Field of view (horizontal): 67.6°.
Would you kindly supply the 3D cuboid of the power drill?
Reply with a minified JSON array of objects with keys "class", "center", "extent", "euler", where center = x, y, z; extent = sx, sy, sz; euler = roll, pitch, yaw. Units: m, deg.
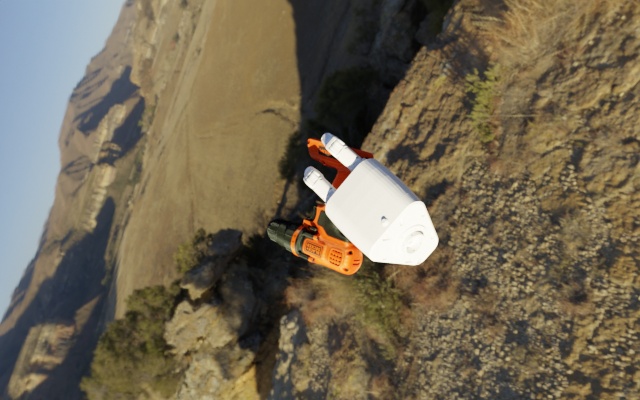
[{"class":"power drill","center":[0.000,0.002,0.740],"extent":[0.184,0.188,0.057],"euler":[18,11,36]}]
